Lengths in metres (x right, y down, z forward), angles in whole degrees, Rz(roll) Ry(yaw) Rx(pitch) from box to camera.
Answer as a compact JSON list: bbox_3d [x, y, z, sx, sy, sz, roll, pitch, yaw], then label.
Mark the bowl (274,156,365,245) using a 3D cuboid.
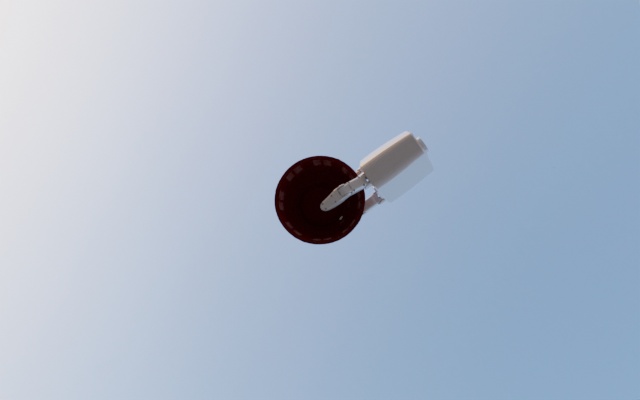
[{"bbox_3d":[-0.001,0.003,0.869,0.162,0.162,0.055,0,-12,4],"label":"bowl"}]
